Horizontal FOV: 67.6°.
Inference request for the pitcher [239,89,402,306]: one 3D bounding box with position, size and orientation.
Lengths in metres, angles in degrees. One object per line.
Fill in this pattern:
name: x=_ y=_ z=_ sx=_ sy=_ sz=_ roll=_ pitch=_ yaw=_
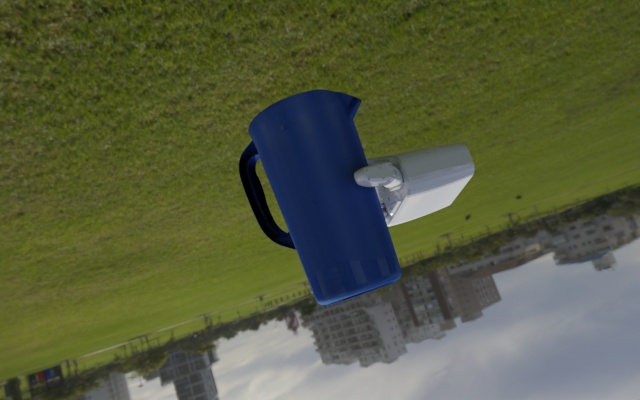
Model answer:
pitcher: x=0.000 y=0.002 z=0.592 sx=0.145 sy=0.242 sz=0.149 roll=-15 pitch=-12 yaw=-22
